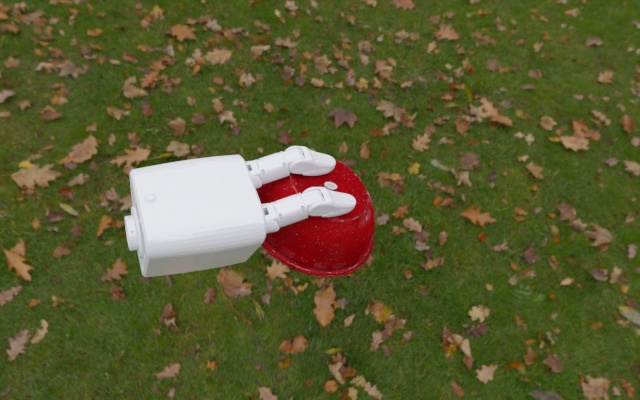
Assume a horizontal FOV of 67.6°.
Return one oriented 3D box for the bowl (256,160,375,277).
[{"bbox_3d":[0.001,0.001,0.528,0.162,0.162,0.055,0,-38,-30],"label":"bowl"}]
